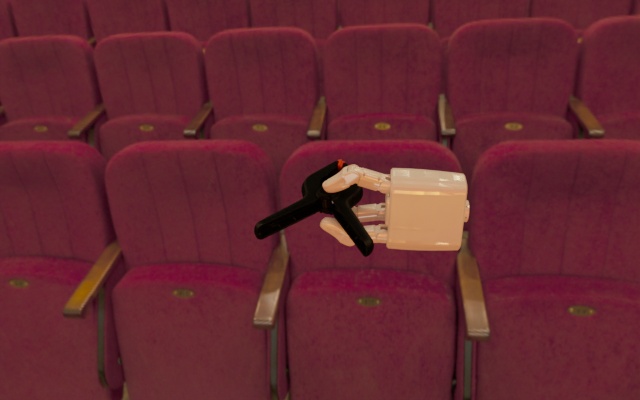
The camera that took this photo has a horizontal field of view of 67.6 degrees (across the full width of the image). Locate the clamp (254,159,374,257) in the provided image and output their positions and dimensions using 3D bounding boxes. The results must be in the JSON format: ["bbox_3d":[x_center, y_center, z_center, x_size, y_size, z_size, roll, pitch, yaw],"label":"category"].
[{"bbox_3d":[0.000,0.001,0.710,0.164,0.036,0.209,5,36,5],"label":"clamp"}]
